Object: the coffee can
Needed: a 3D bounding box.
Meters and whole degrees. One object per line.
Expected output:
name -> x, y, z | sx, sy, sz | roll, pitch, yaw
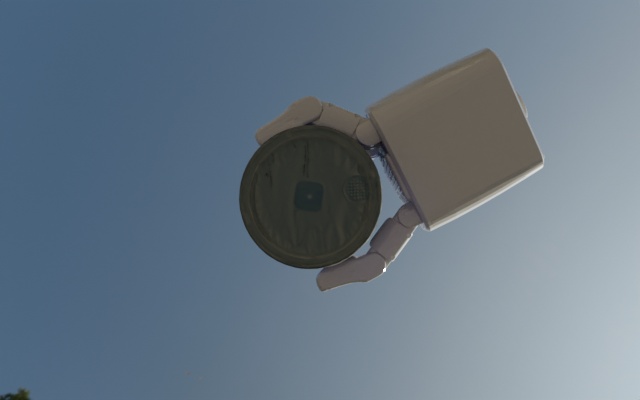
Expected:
coffee can -> 0.000, 0.001, 0.405 | 0.103, 0.103, 0.140 | 0, -3, 7
